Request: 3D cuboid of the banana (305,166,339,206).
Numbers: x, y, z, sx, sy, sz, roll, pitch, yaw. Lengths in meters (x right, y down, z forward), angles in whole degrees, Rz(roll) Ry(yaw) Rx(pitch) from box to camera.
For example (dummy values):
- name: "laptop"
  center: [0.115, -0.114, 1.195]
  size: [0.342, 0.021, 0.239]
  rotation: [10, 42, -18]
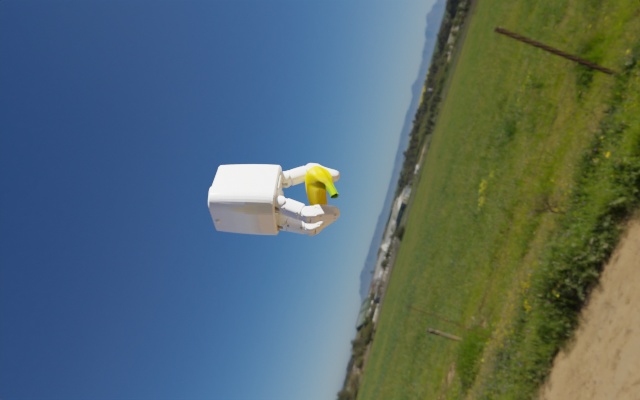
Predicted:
- name: "banana"
  center: [-0.004, -0.016, 0.790]
  size: [0.037, 0.069, 0.198]
  rotation: [-12, -10, -6]
